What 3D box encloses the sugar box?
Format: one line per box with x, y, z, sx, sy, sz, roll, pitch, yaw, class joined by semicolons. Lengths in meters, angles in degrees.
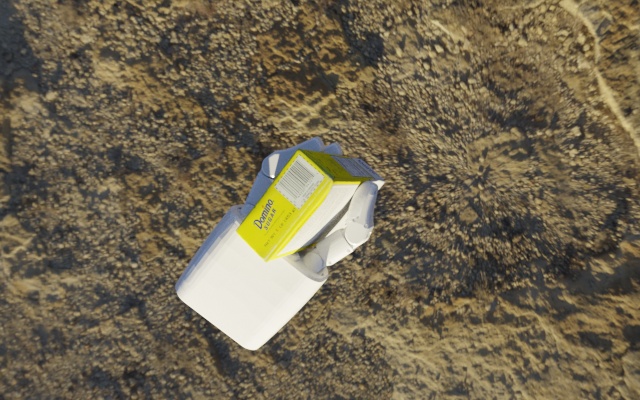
0.000;0.001;0.462;0.048;0.093;0.176;43;15;12;sugar box
